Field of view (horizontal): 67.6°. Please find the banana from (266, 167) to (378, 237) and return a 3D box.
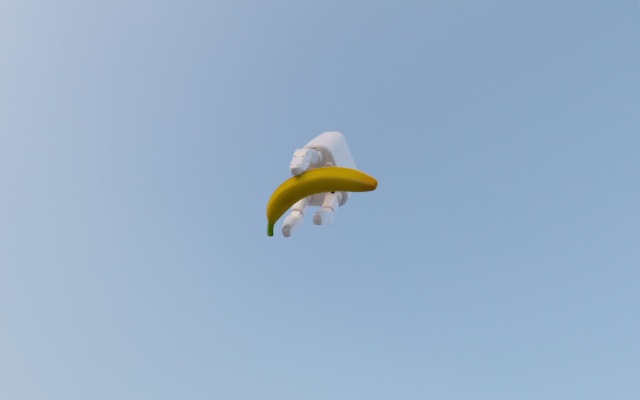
[{"bbox_3d":[-0.011,-0.013,0.717,0.198,0.069,0.037,-25,8,25],"label":"banana"}]
